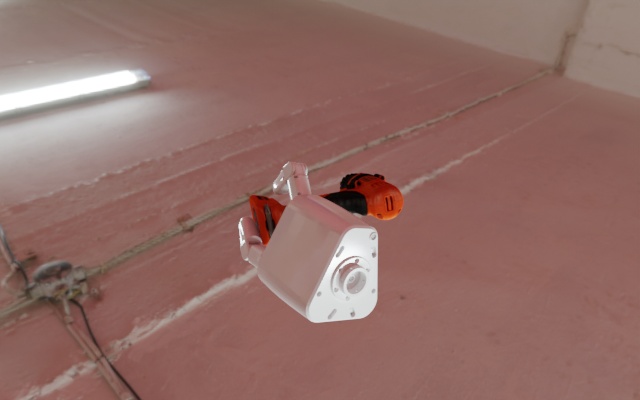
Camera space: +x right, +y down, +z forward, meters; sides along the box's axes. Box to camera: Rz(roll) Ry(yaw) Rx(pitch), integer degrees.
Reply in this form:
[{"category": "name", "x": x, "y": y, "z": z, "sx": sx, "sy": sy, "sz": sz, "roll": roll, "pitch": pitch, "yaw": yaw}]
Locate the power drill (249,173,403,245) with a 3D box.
[{"category": "power drill", "x": 0.000, "y": 0.002, "z": 0.656, "sx": 0.187, "sy": 0.057, "sz": 0.184, "roll": -14, "pitch": 10, "yaw": -10}]
